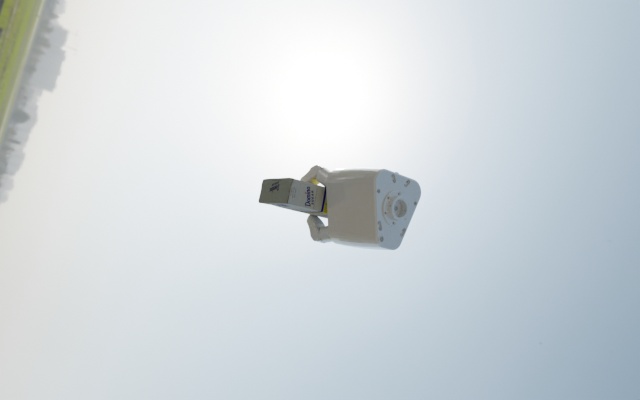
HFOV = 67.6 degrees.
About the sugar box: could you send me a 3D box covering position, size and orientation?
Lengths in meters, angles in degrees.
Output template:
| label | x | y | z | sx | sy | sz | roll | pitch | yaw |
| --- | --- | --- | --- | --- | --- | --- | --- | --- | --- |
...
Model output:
| label | x | y | z | sx | sy | sz | roll | pitch | yaw |
| --- | --- | --- | --- | --- | --- | --- | --- | --- | --- |
| sugar box | 0.000 | 0.002 | 0.768 | 0.176 | 0.048 | 0.093 | 17 | -9 | -34 |
